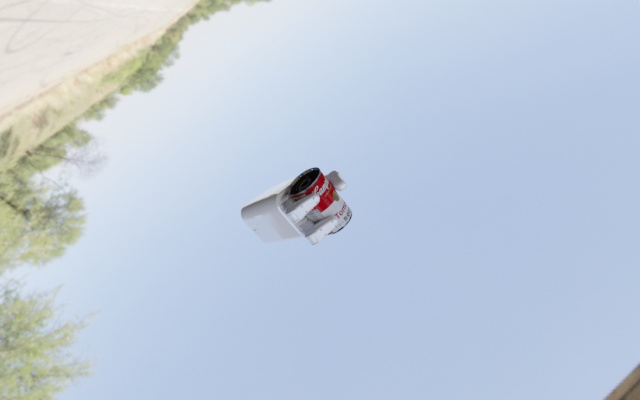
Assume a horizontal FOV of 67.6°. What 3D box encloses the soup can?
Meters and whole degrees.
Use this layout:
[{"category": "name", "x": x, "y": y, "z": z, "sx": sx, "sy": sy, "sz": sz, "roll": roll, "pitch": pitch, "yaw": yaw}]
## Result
[{"category": "soup can", "x": 0.001, "y": 0.003, "z": 0.821, "sx": 0.068, "sy": 0.102, "sz": 0.068, "roll": -30, "pitch": 27, "yaw": 17}]
